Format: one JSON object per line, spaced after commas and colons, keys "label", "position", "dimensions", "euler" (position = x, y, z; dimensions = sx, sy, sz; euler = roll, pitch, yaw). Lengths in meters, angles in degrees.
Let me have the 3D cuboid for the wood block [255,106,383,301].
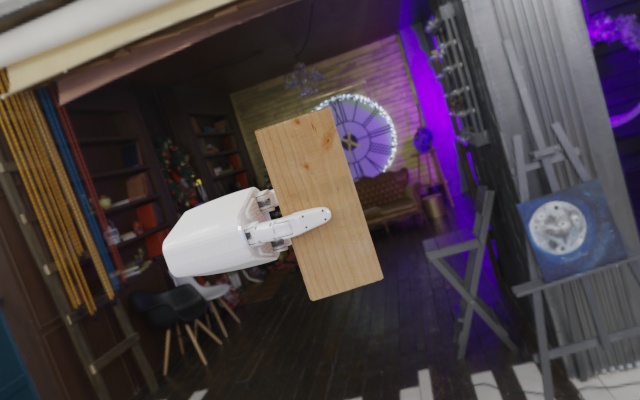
{"label": "wood block", "position": [0.000, 0.002, 0.581], "dimensions": [0.090, 0.206, 0.091], "euler": [-18, 6, 2]}
